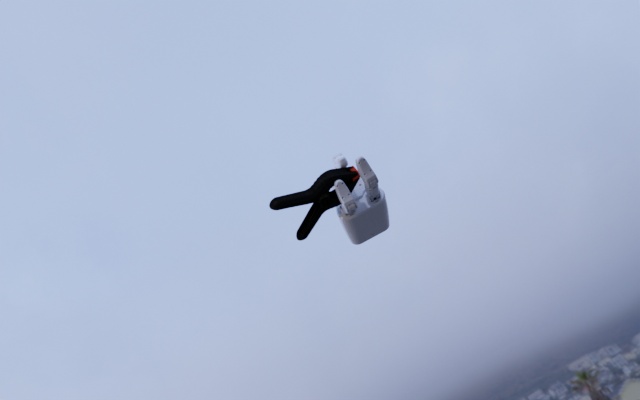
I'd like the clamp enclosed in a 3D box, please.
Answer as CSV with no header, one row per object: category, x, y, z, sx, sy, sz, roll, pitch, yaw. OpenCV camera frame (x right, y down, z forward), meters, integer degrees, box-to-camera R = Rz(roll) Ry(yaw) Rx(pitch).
clamp,0.000,0.002,0.873,0.171,0.039,0.120,-28,-39,-5
